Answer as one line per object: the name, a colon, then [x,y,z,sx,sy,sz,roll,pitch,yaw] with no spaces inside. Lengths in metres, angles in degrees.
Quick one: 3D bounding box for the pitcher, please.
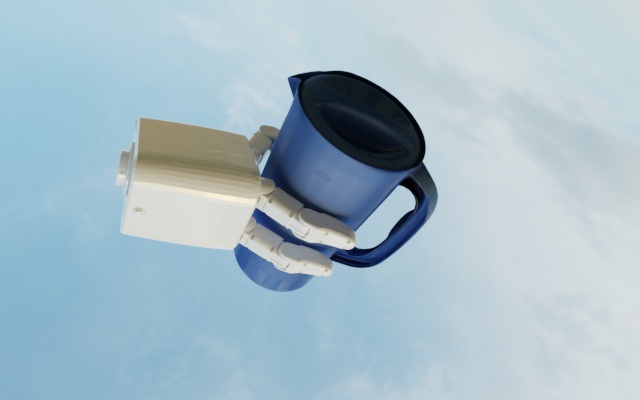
pitcher: [0.000,0.002,0.507,0.145,0.149,0.243,10,-43,-24]
